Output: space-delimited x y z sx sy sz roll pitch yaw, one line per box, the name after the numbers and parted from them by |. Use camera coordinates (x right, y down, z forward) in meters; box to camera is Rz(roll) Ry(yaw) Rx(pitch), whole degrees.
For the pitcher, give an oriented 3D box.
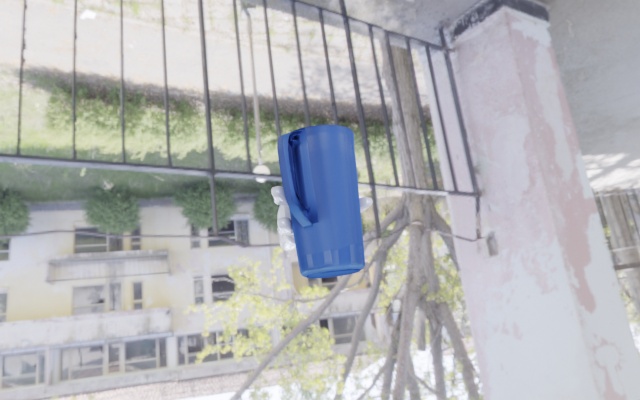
0.000 0.003 0.798 0.149 0.242 0.145 -3 -15 -15 | pitcher
